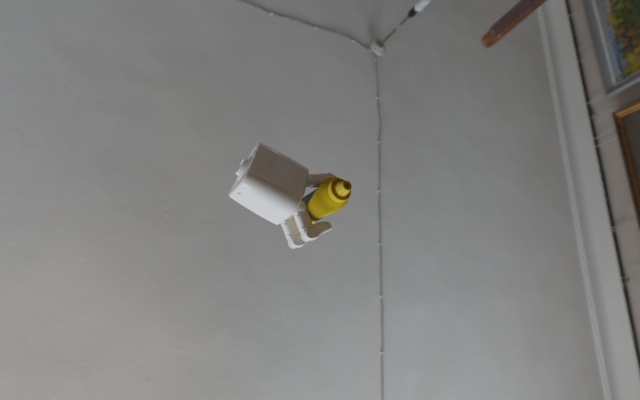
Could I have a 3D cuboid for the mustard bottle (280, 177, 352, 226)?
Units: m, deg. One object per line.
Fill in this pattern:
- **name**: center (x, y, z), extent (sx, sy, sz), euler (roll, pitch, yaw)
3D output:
- **mustard bottle**: center (0.000, 0.003, 0.876), extent (0.096, 0.058, 0.192), euler (-41, 4, -33)
